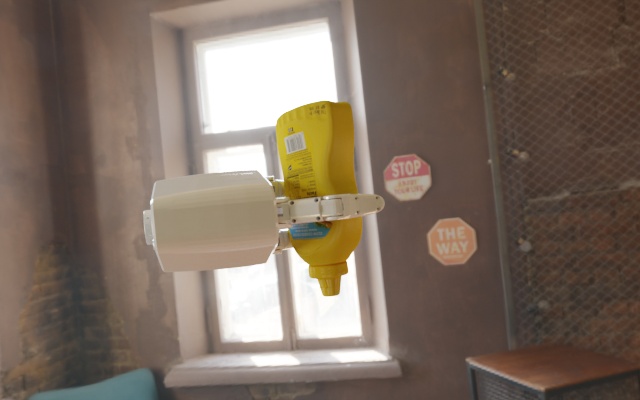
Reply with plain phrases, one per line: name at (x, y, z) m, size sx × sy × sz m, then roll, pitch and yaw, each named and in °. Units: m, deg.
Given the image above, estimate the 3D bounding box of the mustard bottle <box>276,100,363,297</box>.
mustard bottle at (0.000, 0.001, 0.488) m, size 0.058 × 0.191 × 0.096 m, roll -4°, pitch -2°, yaw -40°
